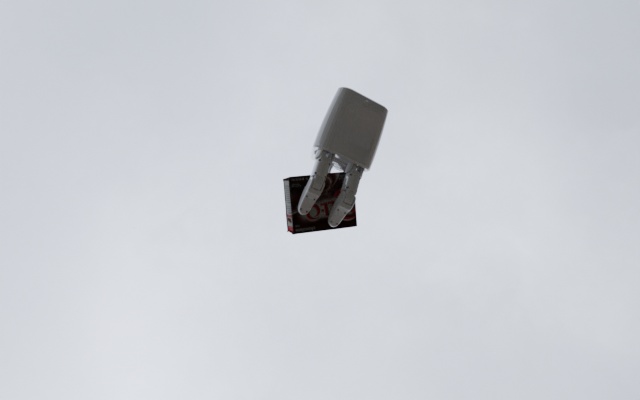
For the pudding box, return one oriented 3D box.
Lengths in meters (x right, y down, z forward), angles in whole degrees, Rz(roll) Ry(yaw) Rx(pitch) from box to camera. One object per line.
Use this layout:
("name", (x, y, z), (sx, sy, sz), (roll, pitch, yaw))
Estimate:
("pudding box", (0.000, 0.002, 0.761), (0.113, 0.090, 0.039), (-6, 4, -19))
